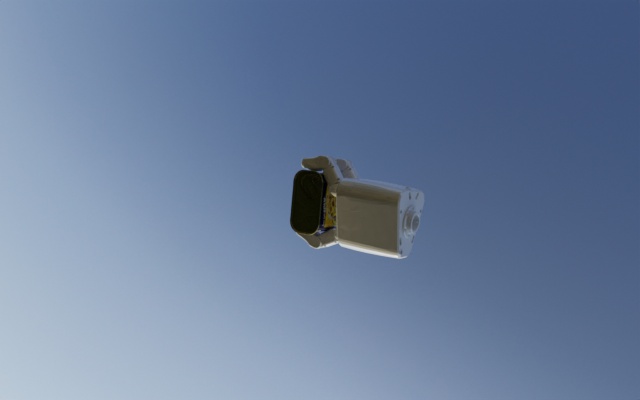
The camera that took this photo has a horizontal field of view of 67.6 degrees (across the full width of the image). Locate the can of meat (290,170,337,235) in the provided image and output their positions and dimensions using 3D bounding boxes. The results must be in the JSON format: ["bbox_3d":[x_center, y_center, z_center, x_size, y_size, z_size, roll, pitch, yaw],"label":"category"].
[{"bbox_3d":[0.000,0.003,0.789,0.057,0.102,0.084,7,4,35],"label":"can of meat"}]
